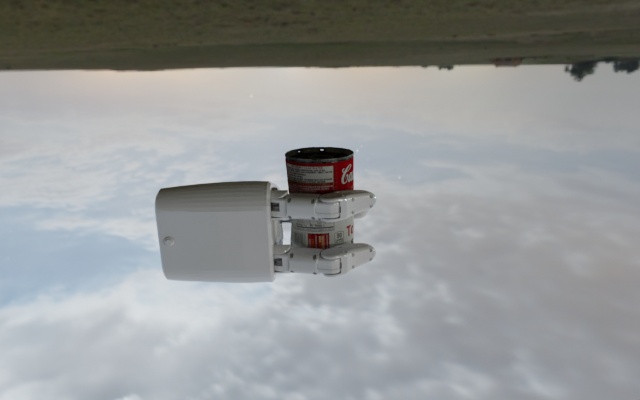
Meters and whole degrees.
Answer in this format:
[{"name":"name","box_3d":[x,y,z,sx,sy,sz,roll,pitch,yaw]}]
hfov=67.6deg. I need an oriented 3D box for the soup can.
[{"name":"soup can","box_3d":[0.001,0.002,0.483,0.068,0.102,0.068,-1,16,0]}]
